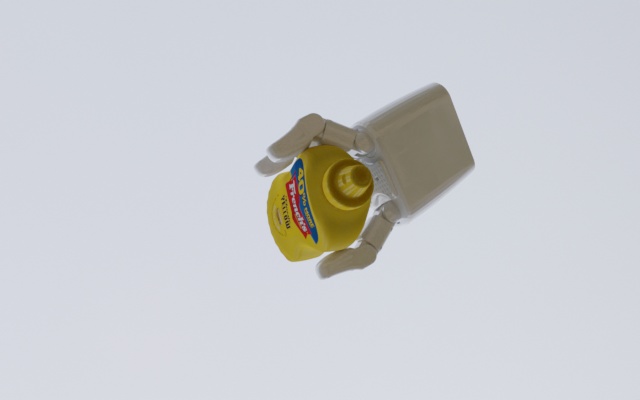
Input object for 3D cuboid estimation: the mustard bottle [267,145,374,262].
[{"bbox_3d":[0.000,0.002,0.446,0.058,0.096,0.192,-7,-10,-21],"label":"mustard bottle"}]
